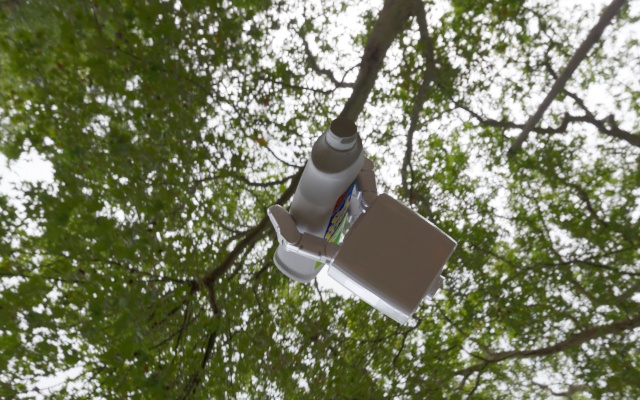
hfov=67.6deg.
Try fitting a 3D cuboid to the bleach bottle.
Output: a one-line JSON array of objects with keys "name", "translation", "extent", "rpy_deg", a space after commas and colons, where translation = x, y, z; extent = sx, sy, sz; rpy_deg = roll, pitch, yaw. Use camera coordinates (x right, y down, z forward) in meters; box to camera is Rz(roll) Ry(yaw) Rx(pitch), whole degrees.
[{"name": "bleach bottle", "translation": [0.000, 0.002, 0.576], "extent": [0.068, 0.102, 0.251], "rpy_deg": [33, -33, 12]}]
